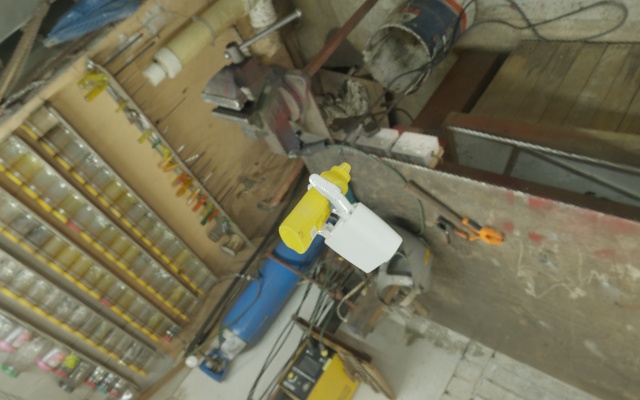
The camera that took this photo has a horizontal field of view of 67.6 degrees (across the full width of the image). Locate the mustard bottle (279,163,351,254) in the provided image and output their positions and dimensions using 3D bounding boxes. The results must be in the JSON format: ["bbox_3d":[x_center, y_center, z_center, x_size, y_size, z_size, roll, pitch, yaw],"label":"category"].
[{"bbox_3d":[0.000,0.003,0.895,0.058,0.191,0.096,29,-23,20],"label":"mustard bottle"}]
